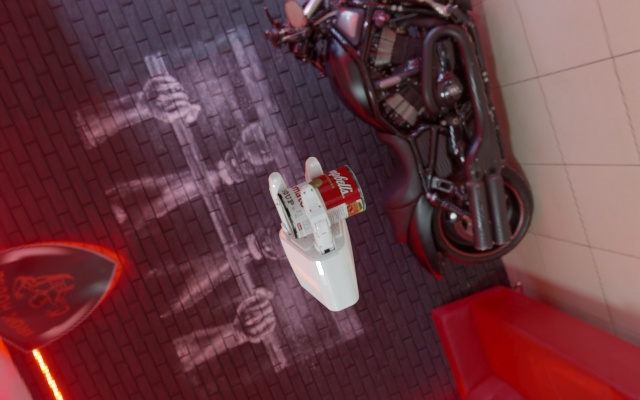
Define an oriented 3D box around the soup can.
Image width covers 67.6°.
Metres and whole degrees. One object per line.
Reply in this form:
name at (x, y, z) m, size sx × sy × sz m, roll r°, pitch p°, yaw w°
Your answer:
soup can at (0.000, 0.002, 0.642) m, size 0.102 × 0.068 × 0.068 m, roll -22°, pitch 3°, yaw -8°
